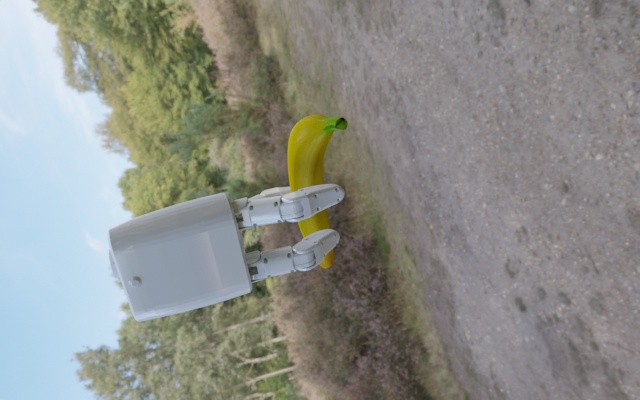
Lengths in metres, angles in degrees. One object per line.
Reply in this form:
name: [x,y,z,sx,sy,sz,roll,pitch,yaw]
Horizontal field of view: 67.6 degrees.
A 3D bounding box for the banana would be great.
banana: [-0.008,-0.013,0.487,0.037,0.198,0.069,-17,47,-18]
